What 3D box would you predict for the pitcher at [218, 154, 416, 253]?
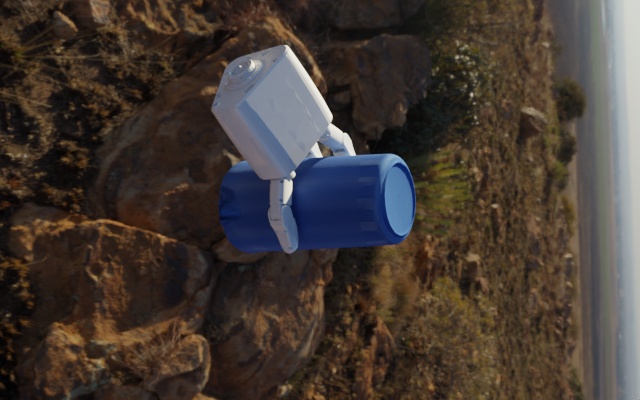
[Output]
[{"bbox_3d":[0.000,0.002,0.635,0.243,0.149,0.145,-3,-43,34],"label":"pitcher"}]
